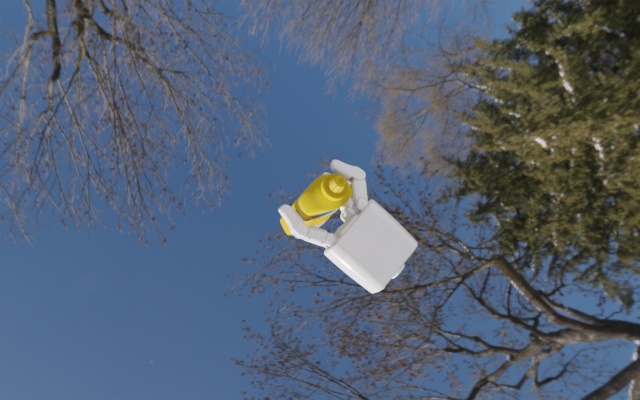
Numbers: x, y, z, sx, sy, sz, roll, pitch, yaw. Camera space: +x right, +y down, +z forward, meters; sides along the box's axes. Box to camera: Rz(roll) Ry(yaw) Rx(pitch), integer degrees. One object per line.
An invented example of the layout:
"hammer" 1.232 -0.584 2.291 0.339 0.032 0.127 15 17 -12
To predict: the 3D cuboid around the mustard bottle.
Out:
"mustard bottle" 0.000 0.002 0.784 0.096 0.058 0.192 -23 -9 -24
